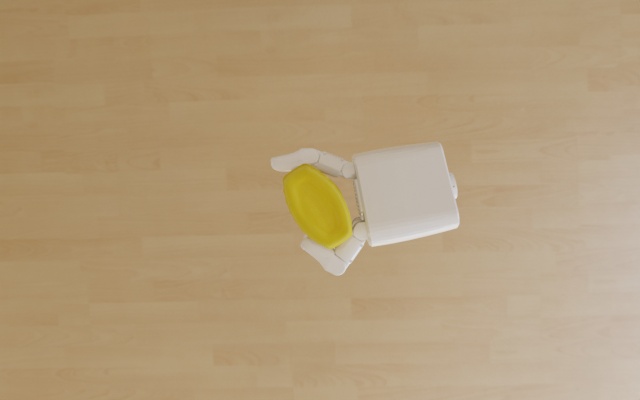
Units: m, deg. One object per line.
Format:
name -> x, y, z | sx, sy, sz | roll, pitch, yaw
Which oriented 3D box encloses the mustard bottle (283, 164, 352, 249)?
mustard bottle -> 0.000, 0.002, 0.602 | 0.058, 0.096, 0.191 | -35, 1, 4
